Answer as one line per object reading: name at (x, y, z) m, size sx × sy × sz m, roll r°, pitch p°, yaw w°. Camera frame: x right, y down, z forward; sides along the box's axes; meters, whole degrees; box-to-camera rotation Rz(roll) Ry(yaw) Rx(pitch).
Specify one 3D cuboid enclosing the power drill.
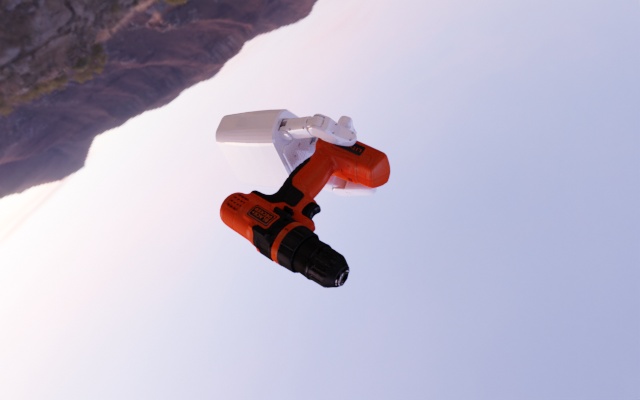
power drill at (0.000, 0.002, 0.567) m, size 0.184 × 0.057 × 0.187 m, roll 29°, pitch 56°, yaw 30°
